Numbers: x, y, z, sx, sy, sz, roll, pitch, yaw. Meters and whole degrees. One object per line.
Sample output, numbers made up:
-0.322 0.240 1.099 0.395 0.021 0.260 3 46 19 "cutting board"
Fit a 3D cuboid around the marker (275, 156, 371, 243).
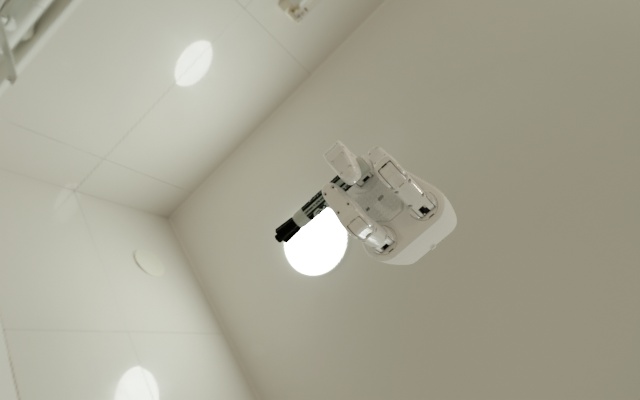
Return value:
0.000 0.002 0.482 0.121 0.020 0.020 -41 -10 12 "marker"
